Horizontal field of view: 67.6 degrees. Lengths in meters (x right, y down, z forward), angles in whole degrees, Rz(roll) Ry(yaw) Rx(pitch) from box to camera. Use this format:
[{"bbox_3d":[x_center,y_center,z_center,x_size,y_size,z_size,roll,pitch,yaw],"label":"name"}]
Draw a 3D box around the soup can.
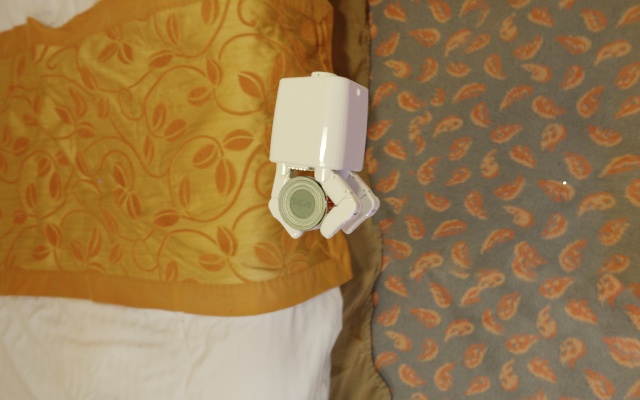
[{"bbox_3d":[0.000,0.002,0.609,0.068,0.068,0.102,0,2,27],"label":"soup can"}]
